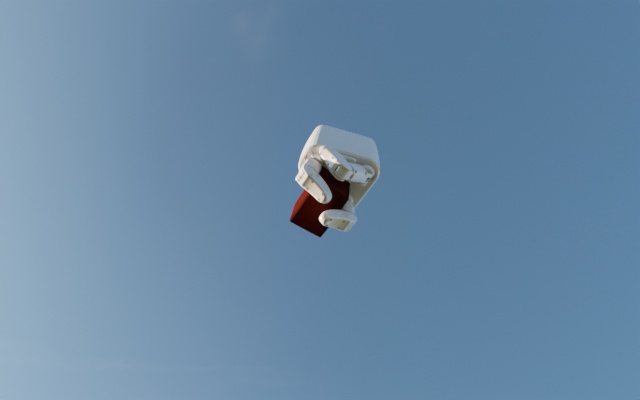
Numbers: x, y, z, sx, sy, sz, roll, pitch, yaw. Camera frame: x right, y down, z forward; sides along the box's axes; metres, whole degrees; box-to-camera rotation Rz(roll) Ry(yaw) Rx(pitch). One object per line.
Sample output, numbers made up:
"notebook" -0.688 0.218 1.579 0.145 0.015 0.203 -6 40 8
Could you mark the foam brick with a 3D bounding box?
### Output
"foam brick" 0.000 0.002 0.682 0.053 0.078 0.051 31 26 -11
